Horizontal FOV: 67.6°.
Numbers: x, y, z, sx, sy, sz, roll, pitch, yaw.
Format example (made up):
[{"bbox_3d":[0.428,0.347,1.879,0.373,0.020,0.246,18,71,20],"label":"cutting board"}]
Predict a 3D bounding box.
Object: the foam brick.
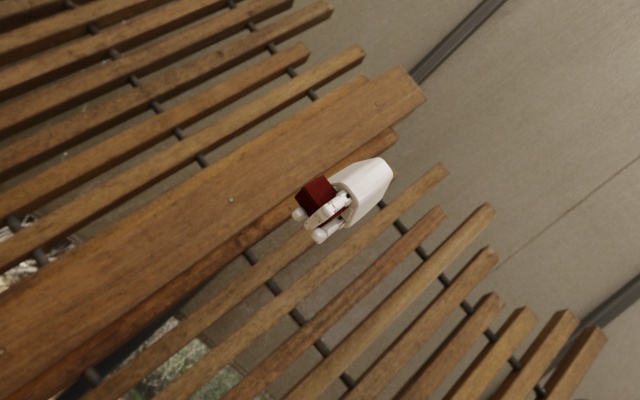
[{"bbox_3d":[0.000,0.003,0.867,0.051,0.078,0.053,-37,-2,-29],"label":"foam brick"}]
